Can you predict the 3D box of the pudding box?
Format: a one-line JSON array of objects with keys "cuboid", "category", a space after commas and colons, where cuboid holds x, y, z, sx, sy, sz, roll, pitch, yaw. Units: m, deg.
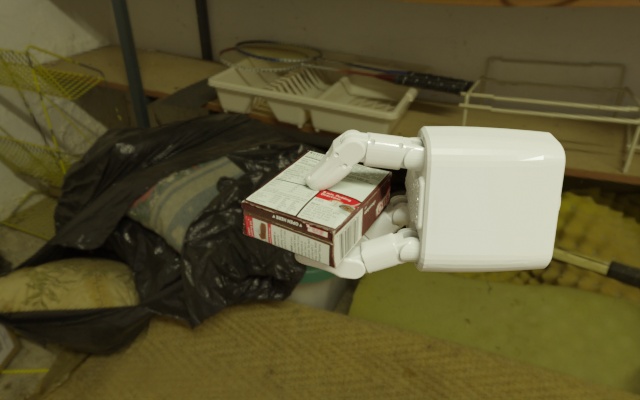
[{"cuboid": [0.000, 0.001, 0.416, 0.090, 0.039, 0.113, 17, 34, 25], "category": "pudding box"}]
